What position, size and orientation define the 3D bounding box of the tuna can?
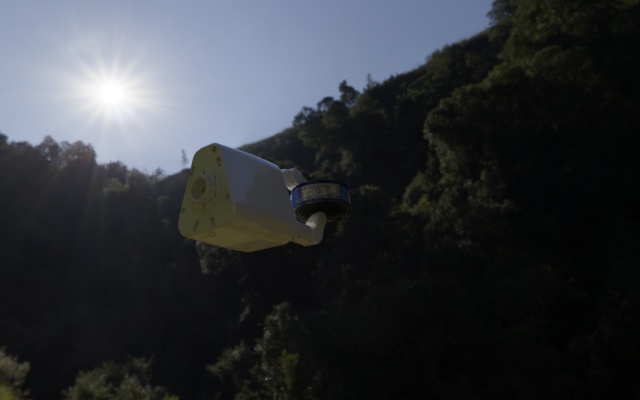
[{"bbox_3d":[0.000,0.002,0.672,0.086,0.033,0.086,-4,-22,-2],"label":"tuna can"}]
